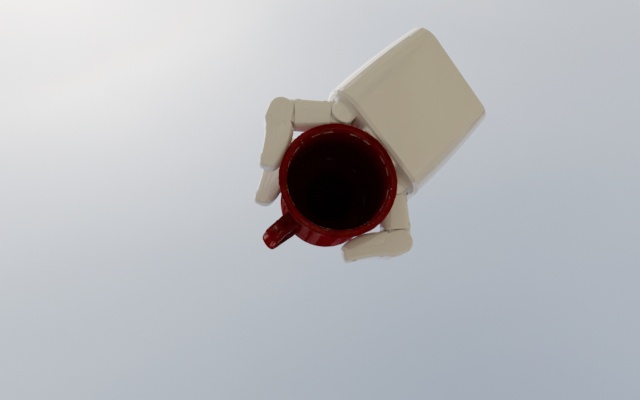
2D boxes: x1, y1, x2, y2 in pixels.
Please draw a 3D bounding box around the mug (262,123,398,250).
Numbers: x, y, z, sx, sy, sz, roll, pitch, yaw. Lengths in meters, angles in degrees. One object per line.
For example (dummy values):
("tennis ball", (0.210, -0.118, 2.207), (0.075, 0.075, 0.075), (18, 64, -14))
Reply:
("mug", (-0.001, 0.002, 0.402), (0.117, 0.093, 0.081), (-41, -6, -16))
